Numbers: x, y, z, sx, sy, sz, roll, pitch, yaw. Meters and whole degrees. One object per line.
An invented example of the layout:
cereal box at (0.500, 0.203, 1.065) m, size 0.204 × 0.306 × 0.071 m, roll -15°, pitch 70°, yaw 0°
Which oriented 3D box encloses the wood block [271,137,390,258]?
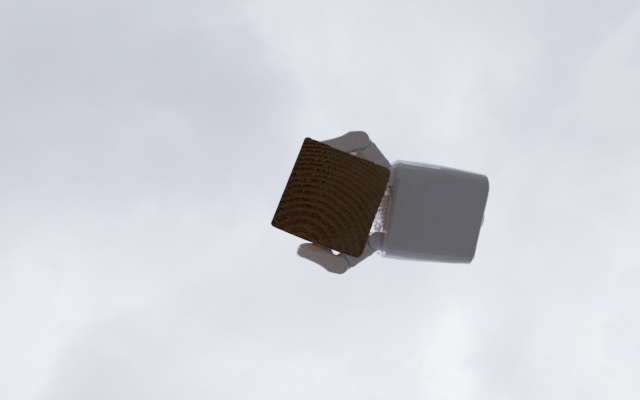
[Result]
wood block at (0.000, 0.002, 0.537) m, size 0.090 × 0.091 × 0.206 m, roll 21°, pitch -5°, yaw -4°
